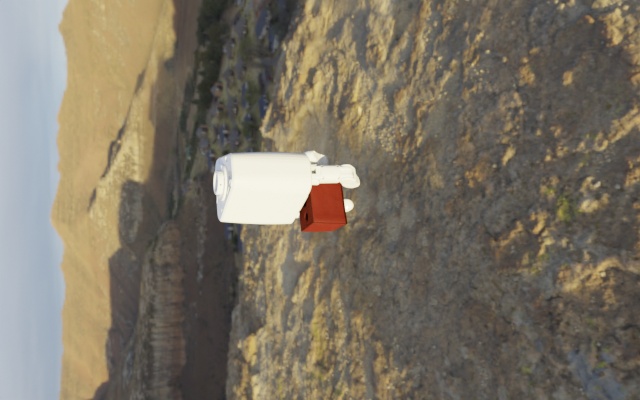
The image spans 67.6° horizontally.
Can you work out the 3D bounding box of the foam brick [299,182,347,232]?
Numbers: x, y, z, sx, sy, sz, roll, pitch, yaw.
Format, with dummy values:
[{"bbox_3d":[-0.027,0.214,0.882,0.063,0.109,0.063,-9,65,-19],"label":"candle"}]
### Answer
[{"bbox_3d":[0.000,0.002,0.675,0.051,0.078,0.053,0,-17,-24],"label":"foam brick"}]
